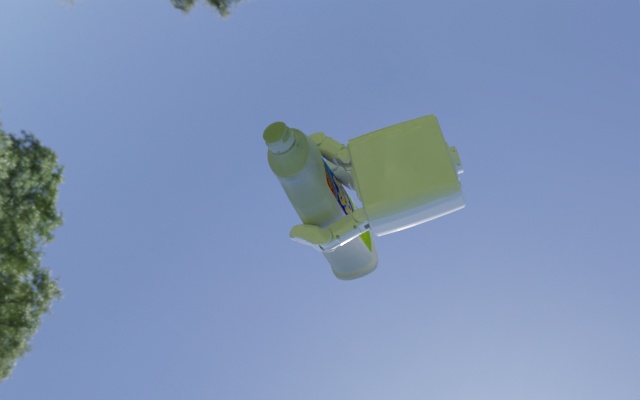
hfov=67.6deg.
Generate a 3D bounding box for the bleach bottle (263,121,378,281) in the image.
[{"bbox_3d":[0.000,0.002,0.587,0.068,0.102,0.251,-20,-39,13],"label":"bleach bottle"}]
